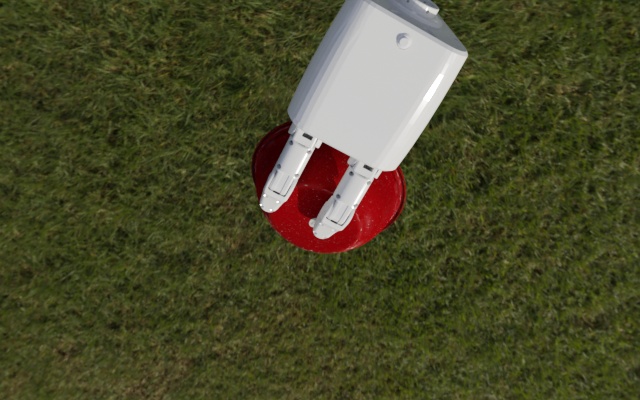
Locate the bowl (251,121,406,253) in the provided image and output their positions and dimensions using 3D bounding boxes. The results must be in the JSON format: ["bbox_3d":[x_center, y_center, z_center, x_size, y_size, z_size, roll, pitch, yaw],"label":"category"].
[{"bbox_3d":[0.000,0.003,0.470,0.162,0.162,0.055,0,43,19],"label":"bowl"}]
